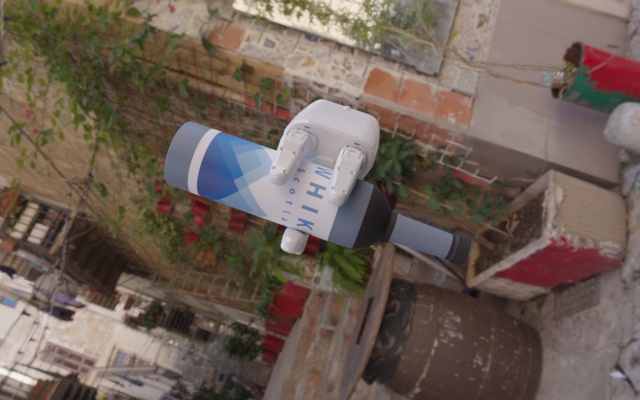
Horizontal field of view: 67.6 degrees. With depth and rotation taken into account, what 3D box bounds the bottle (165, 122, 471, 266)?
[{"bbox_3d":[0.000,0.001,0.466,0.295,0.069,0.069,19,1,3],"label":"bottle"}]
